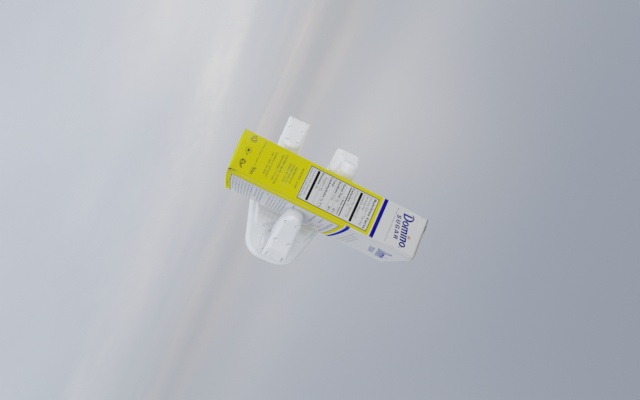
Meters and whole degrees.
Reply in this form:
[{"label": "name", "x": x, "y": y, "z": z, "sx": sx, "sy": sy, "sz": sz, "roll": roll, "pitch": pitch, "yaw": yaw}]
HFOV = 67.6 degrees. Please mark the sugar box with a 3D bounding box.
[{"label": "sugar box", "x": 0.000, "y": 0.001, "z": 0.441, "sx": 0.176, "sy": 0.048, "sz": 0.093, "roll": 24, "pitch": -11, "yaw": -8}]
